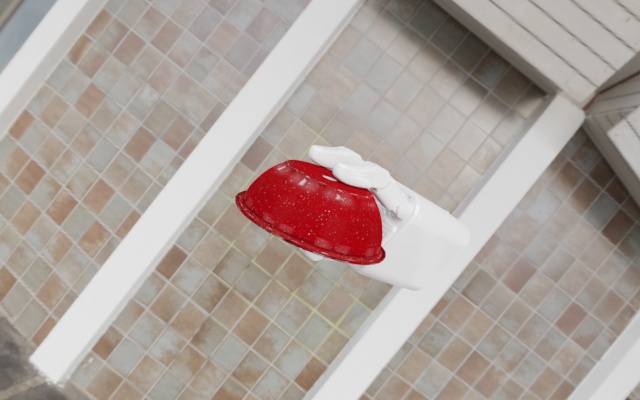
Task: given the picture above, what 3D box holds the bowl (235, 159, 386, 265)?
[{"bbox_3d":[-0.001,0.001,0.474,0.162,0.055,0.162,21,13,-5],"label":"bowl"}]
